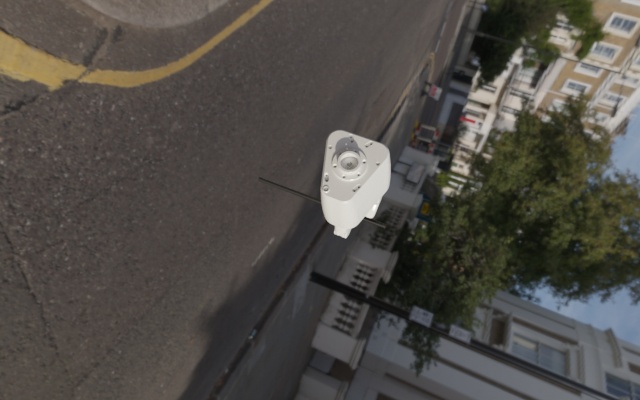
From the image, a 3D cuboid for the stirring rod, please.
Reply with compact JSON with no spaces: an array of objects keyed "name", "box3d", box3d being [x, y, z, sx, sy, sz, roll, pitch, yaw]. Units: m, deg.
[{"name":"stirring rod","box3d":[0.000,0.003,0.827,0.239,0.011,0.011,21,5,13]}]
